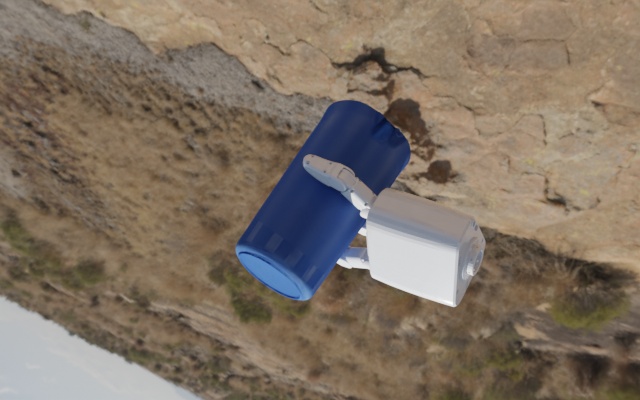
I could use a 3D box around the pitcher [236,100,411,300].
[{"bbox_3d":[0.000,0.002,0.612,0.145,0.242,0.149,19,-30,30],"label":"pitcher"}]
